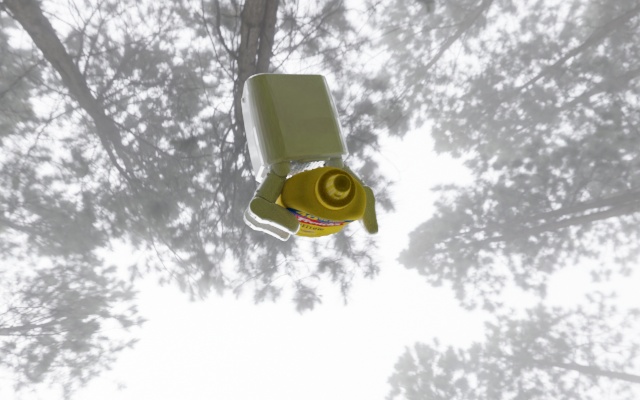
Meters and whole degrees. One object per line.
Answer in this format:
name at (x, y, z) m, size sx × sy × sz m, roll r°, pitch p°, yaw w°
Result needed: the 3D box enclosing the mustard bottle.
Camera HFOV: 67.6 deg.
mustard bottle at (0.000, 0.002, 0.551) m, size 0.096 × 0.058 × 0.192 m, roll 13°, pitch -15°, yaw -10°
